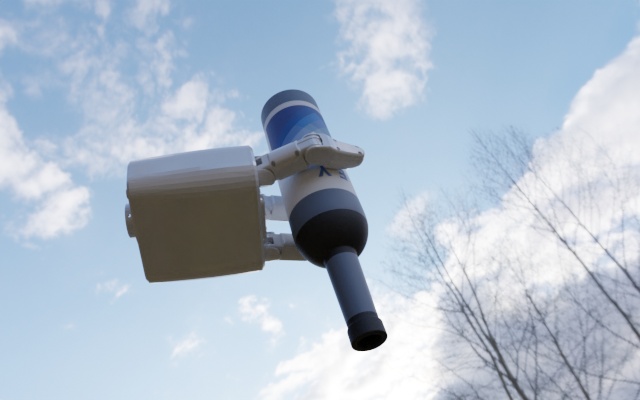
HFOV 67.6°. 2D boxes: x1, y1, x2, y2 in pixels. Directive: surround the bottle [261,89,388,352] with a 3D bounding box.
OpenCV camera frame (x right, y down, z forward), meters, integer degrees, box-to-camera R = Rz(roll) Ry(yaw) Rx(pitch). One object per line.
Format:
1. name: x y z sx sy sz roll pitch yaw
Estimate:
1. bottle: 0.000 0.001 0.441 0.069 0.069 0.295 0 42 -19
